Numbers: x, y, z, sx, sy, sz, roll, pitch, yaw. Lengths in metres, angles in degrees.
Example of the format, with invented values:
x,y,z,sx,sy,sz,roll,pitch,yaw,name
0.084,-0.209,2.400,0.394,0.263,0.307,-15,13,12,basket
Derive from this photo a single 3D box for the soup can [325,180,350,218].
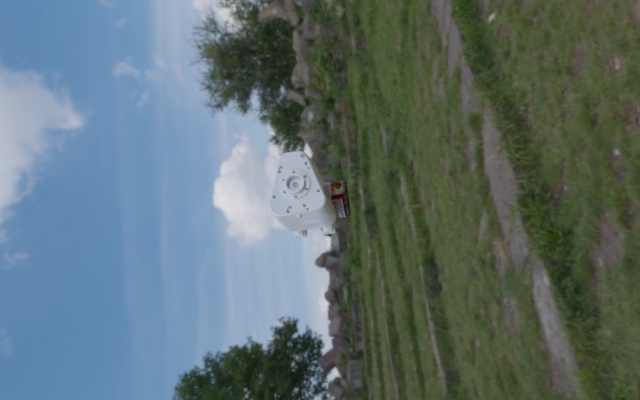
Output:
x,y,z,sx,sy,sz,roll,pitch,yaw,name
0.000,0.003,0.884,0.102,0.068,0.068,-8,-1,7,soup can
